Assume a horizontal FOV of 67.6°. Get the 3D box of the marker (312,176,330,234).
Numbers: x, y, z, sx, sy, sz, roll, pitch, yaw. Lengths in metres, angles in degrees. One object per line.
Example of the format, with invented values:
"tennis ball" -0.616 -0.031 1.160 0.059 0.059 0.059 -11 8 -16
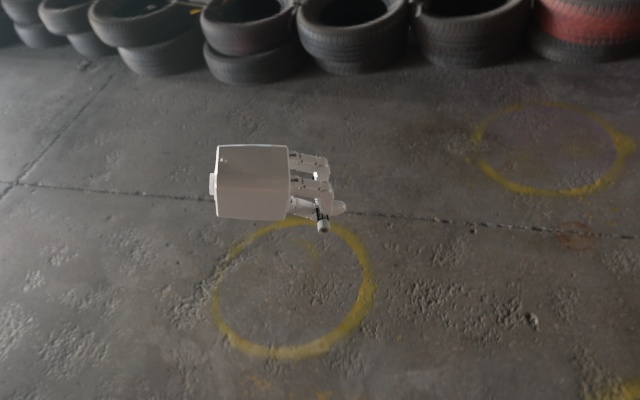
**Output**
"marker" 0.000 0.002 0.766 0.020 0.121 0.020 -4 -43 -4
